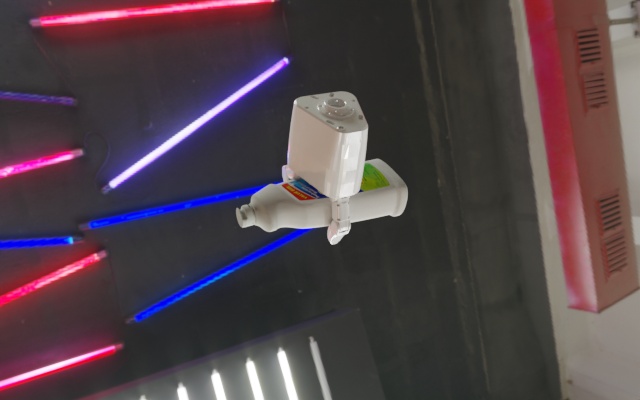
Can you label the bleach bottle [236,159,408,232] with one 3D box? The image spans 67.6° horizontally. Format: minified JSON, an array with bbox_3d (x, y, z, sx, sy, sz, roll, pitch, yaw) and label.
[{"bbox_3d":[0.000,0.002,0.723,0.251,0.068,0.102,-14,43,-23],"label":"bleach bottle"}]
